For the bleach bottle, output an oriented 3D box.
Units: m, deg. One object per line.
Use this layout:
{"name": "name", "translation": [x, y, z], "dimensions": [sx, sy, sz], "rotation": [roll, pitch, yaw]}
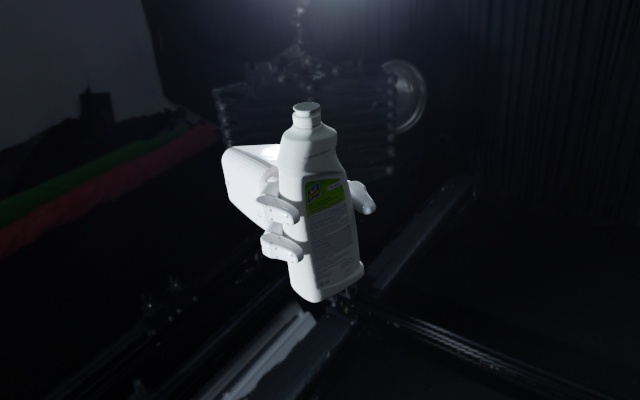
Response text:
{"name": "bleach bottle", "translation": [0.000, 0.002, 0.586], "dimensions": [0.102, 0.251, 0.068], "rotation": [-26, 37, -31]}
